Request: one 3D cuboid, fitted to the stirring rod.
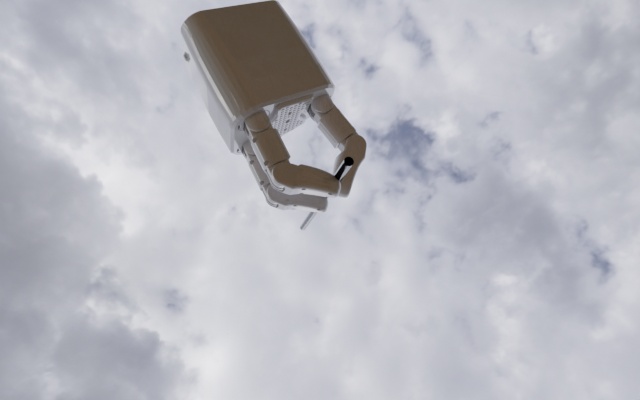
[{"bbox_3d":[0.000,0.001,0.484,0.011,0.011,0.239,0,-15,-11],"label":"stirring rod"}]
